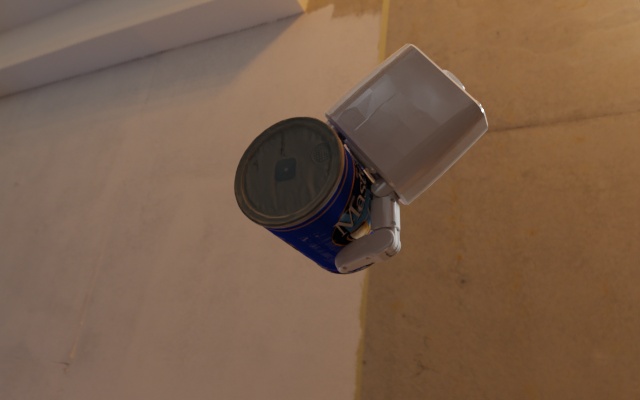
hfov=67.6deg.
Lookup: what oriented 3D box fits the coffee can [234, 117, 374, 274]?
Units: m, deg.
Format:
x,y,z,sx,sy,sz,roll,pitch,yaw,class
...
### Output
x,y,z,sx,sy,sz,roll,pitch,yaw,class
0.000,0.002,0.453,0.103,0.102,0.140,0,-24,28,coffee can
